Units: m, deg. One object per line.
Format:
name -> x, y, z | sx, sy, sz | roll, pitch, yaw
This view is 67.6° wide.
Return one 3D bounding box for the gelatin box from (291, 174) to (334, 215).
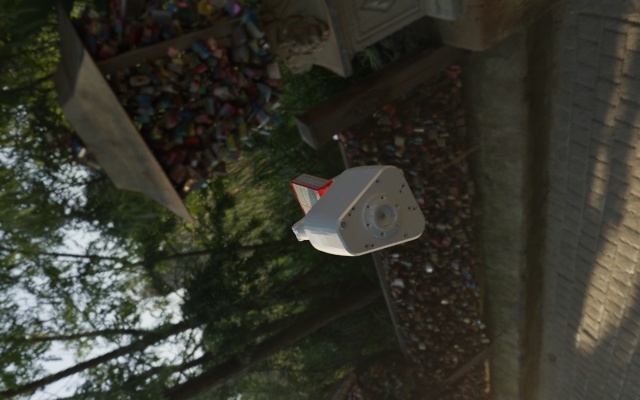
gelatin box -> 0.000, 0.002, 0.697 | 0.030, 0.073, 0.089 | -34, 24, -22
